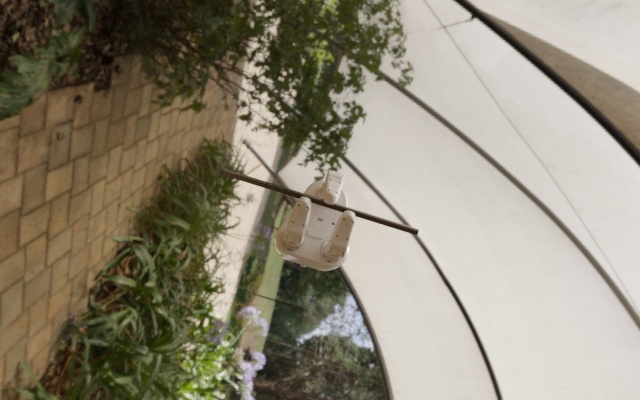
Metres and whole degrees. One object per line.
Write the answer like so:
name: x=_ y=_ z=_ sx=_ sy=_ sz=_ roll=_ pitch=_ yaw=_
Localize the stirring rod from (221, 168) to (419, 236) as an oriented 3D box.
stirring rod: x=0.000 y=0.002 z=0.560 sx=0.239 sy=0.011 sz=0.011 roll=17 pitch=-1 yaw=-2
